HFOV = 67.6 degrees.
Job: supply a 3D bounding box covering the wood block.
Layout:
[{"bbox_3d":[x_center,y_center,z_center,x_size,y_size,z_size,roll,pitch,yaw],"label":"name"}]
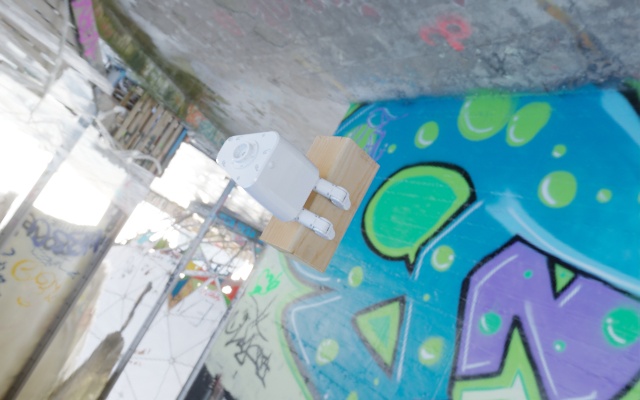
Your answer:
[{"bbox_3d":[0.000,0.002,0.799,0.090,0.206,0.091,38,-14,-36],"label":"wood block"}]
